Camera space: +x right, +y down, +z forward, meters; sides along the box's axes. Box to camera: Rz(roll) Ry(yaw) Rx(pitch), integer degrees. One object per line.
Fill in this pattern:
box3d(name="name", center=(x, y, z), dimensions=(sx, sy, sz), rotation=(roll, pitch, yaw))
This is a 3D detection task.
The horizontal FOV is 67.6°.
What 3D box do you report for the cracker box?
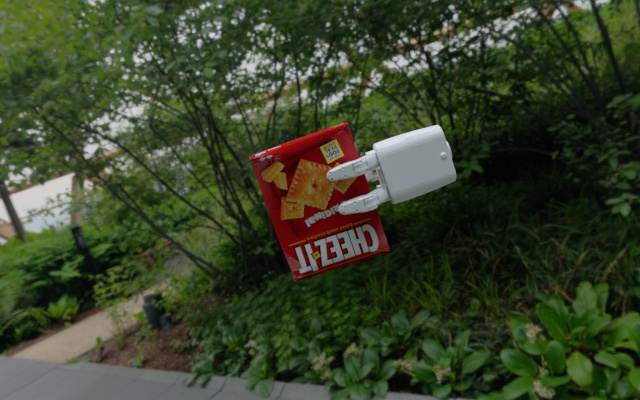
box3d(name="cracker box", center=(0.000, 0.002, 0.766), dimensions=(0.164, 0.214, 0.072), rotation=(-19, 8, 5))
